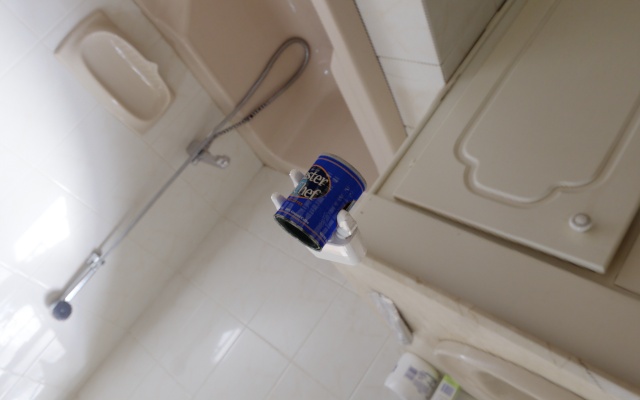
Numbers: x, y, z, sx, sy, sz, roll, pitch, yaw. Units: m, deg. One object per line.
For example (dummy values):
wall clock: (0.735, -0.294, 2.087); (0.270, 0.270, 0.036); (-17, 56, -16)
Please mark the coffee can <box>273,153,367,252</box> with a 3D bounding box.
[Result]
coffee can: (0.000, 0.003, 0.827); (0.103, 0.140, 0.103); (34, -15, 11)
